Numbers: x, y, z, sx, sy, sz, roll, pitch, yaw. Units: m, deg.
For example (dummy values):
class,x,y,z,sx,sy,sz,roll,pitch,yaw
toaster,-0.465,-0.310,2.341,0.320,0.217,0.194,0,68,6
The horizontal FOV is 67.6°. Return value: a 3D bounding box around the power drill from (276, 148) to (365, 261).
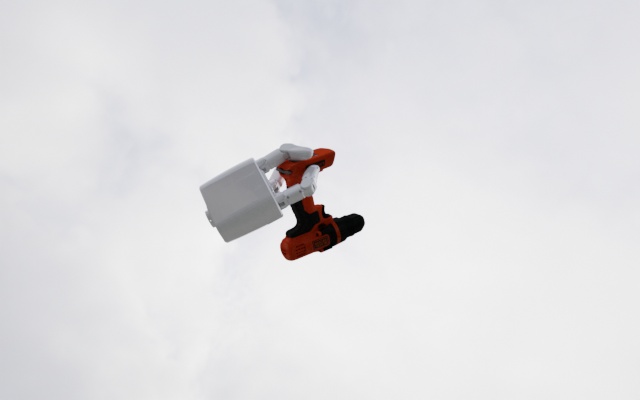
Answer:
class,x,y,z,sx,sy,sz,roll,pitch,yaw
power drill,0.000,0.003,0.877,0.184,0.188,0.057,-21,22,-31
